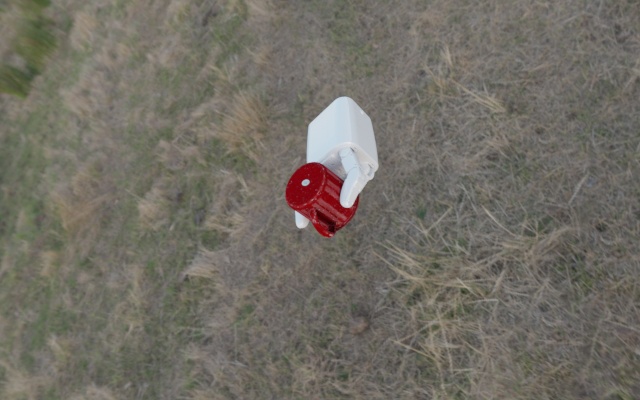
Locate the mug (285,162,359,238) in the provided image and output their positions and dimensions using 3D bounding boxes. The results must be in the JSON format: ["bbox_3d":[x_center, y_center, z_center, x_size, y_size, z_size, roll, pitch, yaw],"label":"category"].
[{"bbox_3d":[0.000,0.004,0.734,0.093,0.117,0.081,-25,-40,29],"label":"mug"}]
